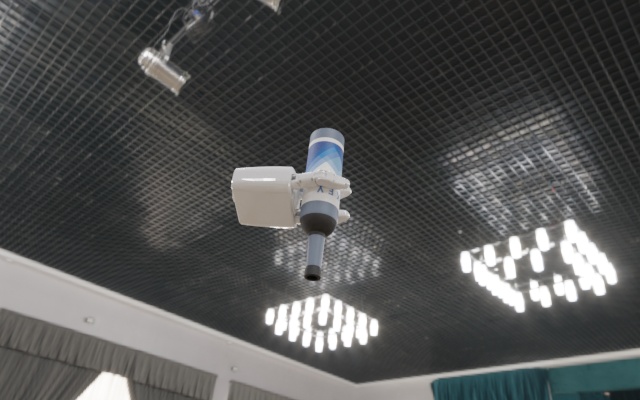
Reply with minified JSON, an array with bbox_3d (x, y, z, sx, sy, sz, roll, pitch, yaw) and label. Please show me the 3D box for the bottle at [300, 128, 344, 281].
[{"bbox_3d":[0.000,0.003,0.846,0.069,0.295,0.069,4,-34,3],"label":"bottle"}]
